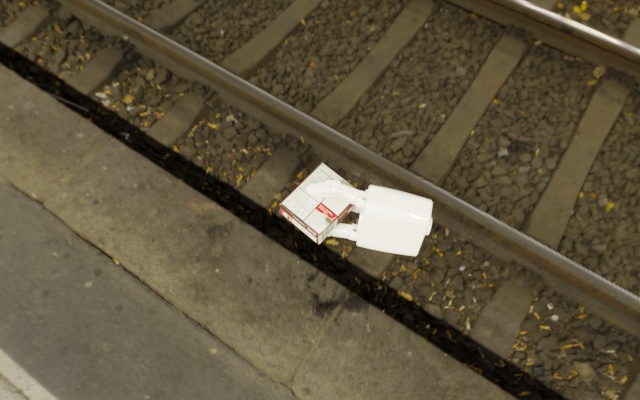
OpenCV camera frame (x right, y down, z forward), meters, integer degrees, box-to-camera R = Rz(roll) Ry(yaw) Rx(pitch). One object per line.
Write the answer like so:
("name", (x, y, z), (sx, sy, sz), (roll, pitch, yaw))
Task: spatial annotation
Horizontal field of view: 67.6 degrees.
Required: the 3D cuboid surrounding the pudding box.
("pudding box", (0.000, 0.003, 0.803), (0.090, 0.113, 0.039), (38, -24, 16))
